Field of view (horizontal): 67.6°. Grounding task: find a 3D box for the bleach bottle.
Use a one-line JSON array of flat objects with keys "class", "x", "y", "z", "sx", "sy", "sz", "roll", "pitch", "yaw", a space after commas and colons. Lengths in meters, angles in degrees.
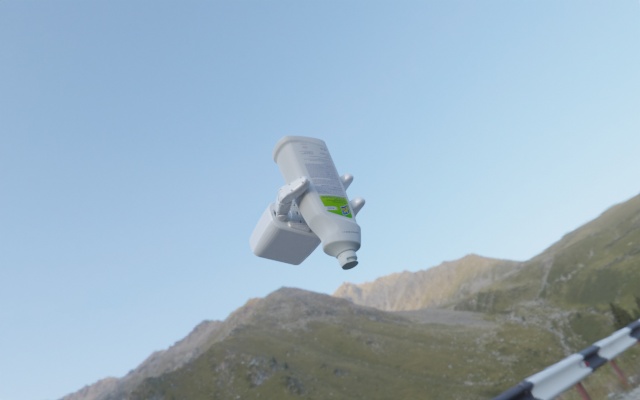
[{"class": "bleach bottle", "x": 0.000, "y": 0.003, "z": 0.810, "sx": 0.102, "sy": 0.250, "sz": 0.068, "roll": 1, "pitch": -38, "yaw": -32}]
